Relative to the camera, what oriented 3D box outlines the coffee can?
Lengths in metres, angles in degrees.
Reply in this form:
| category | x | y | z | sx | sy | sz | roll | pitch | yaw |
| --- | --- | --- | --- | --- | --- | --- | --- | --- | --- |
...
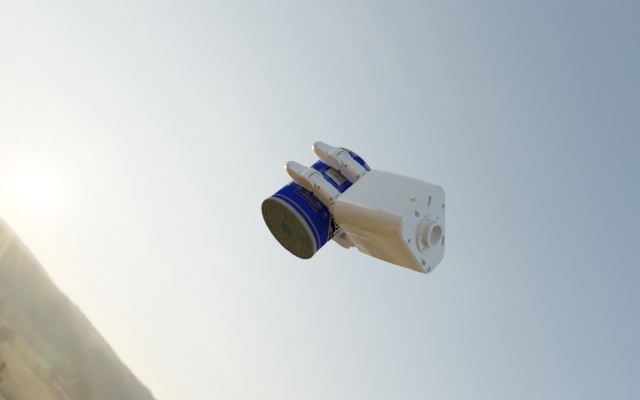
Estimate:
| category | x | y | z | sx | sy | sz | roll | pitch | yaw |
| --- | --- | --- | --- | --- | --- | --- | --- | --- | --- |
| coffee can | 0.000 | 0.002 | 0.687 | 0.140 | 0.103 | 0.103 | -39 | 22 | -29 |
